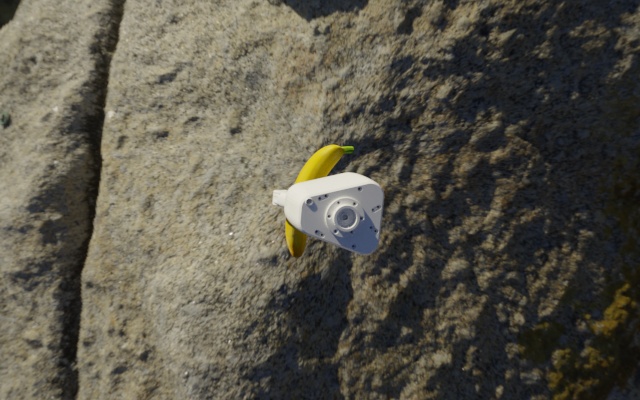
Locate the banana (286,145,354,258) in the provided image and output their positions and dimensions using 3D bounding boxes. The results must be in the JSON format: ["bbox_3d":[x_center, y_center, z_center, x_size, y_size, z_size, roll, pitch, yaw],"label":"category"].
[{"bbox_3d":[-0.013,-0.009,0.733,0.070,0.198,0.037,29,-3,-27],"label":"banana"}]
